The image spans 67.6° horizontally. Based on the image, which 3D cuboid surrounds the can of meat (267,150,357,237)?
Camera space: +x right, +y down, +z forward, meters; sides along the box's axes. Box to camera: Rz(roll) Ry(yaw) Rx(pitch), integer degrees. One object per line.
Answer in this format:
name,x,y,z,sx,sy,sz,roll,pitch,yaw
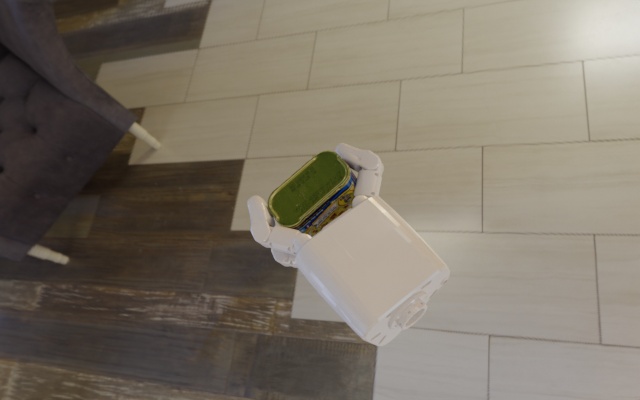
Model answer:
can of meat,0.000,0.002,0.538,0.057,0.102,0.084,49,1,30
